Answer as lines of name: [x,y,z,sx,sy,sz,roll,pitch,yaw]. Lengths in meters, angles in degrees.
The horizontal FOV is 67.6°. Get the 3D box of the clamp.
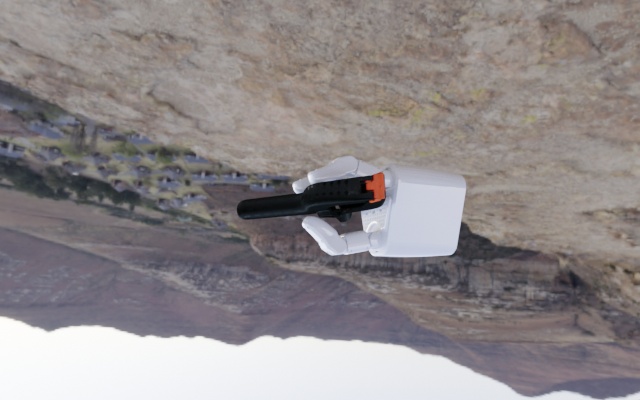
clamp: [0.001,0.003,0.559,0.164,0.036,0.210,1,-9,-22]
